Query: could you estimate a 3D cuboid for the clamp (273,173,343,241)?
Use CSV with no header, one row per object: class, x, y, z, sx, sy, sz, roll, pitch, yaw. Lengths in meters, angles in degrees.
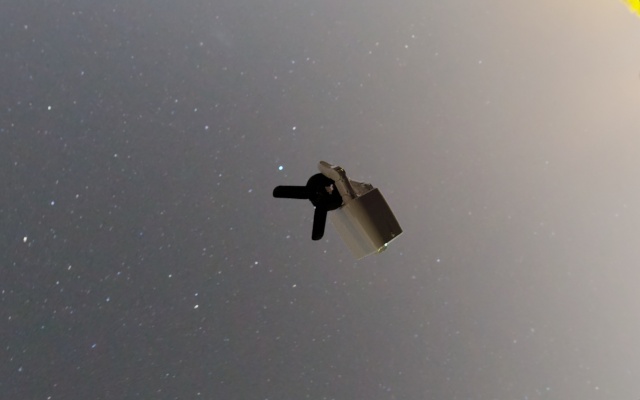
clamp,0.000,0.003,0.892,0.171,0.120,0.039,-26,-8,-45
